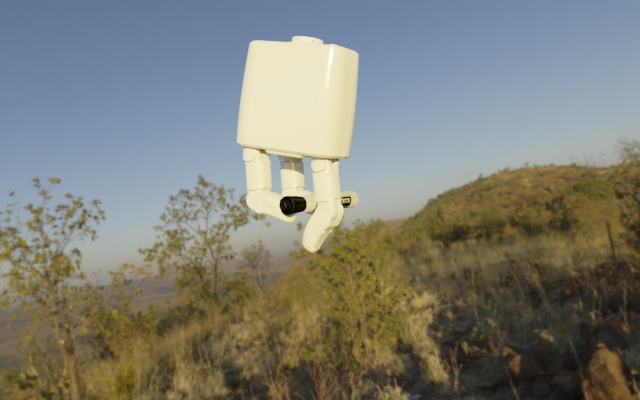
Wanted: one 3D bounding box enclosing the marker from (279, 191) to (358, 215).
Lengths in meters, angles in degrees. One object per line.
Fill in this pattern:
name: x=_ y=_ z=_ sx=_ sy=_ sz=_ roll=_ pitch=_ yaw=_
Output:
marker: x=0.000 y=0.002 z=0.499 sx=0.020 sy=0.020 sz=0.121 roll=0 pitch=3 yaw=37
